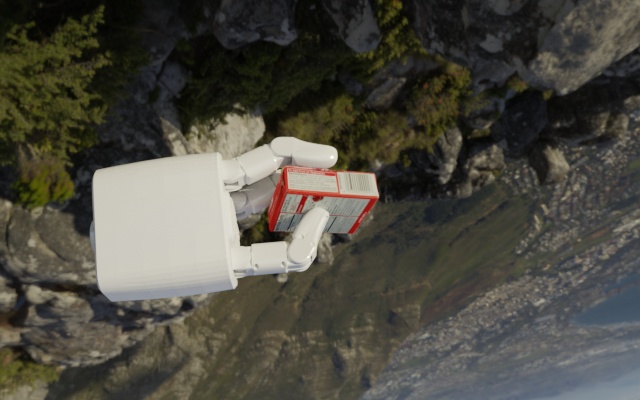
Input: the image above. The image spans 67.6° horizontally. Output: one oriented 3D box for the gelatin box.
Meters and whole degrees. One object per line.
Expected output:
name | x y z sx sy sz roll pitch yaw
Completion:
gelatin box | 0.000 0.002 0.448 0.089 0.030 0.073 4 -32 -15
